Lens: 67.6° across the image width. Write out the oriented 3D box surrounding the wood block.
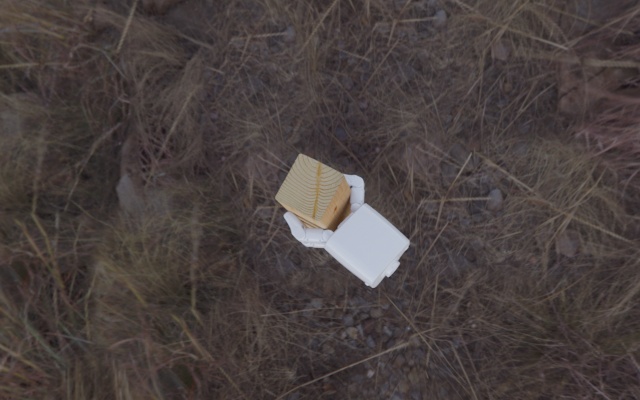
[{"bbox_3d":[0.001,0.003,0.880,0.090,0.091,0.206,27,-8,16],"label":"wood block"}]
